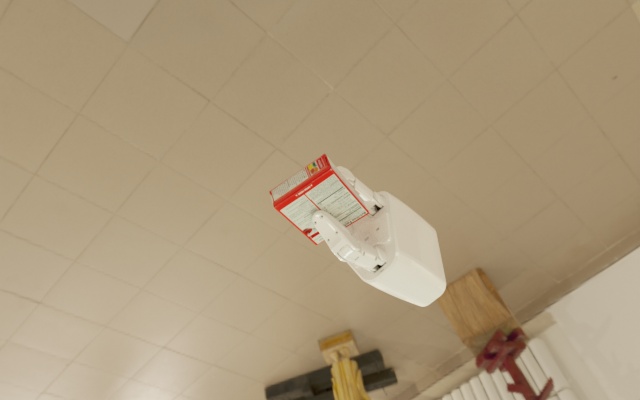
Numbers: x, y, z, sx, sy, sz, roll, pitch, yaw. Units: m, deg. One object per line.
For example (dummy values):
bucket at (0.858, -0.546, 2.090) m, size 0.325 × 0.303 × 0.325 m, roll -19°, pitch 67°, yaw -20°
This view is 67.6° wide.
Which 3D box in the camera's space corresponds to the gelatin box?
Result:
gelatin box at (0.000, 0.002, 0.517) m, size 0.073 × 0.030 × 0.089 m, roll -33°, pitch -46°, yaw 12°
